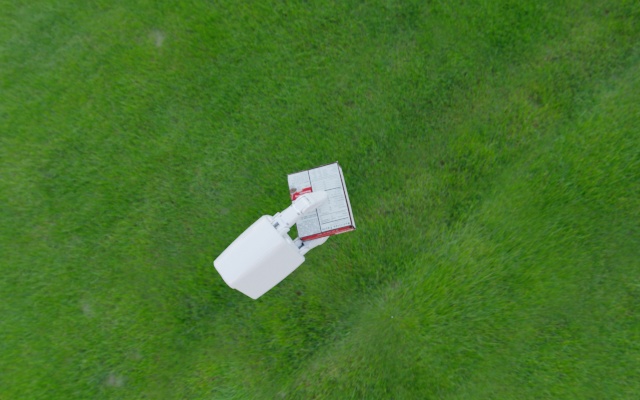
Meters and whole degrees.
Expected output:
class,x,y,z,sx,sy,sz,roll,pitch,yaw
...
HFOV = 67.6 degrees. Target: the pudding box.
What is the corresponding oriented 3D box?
class,x,y,z,sx,sy,sz,roll,pitch,yaw
pudding box,0.000,0.002,0.768,0.090,0.113,0.039,-14,-14,6
